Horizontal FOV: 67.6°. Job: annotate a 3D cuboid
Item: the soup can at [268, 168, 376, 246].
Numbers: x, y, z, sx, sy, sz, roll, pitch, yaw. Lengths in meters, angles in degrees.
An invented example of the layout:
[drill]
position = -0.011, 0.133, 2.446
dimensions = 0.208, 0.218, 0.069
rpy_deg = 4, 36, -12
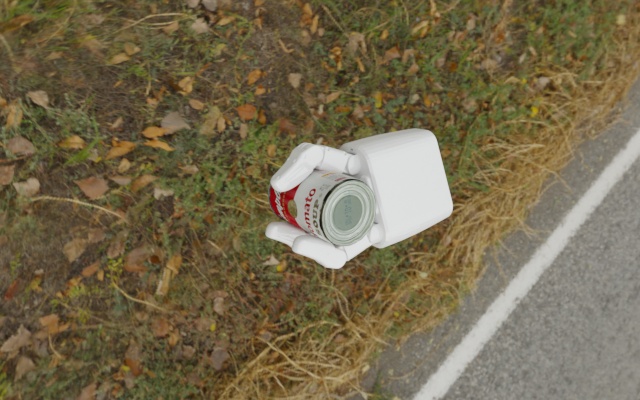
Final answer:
[soup can]
position = 0.000, 0.002, 0.488
dimensions = 0.068, 0.068, 0.102
rpy_deg = 0, 13, -35
